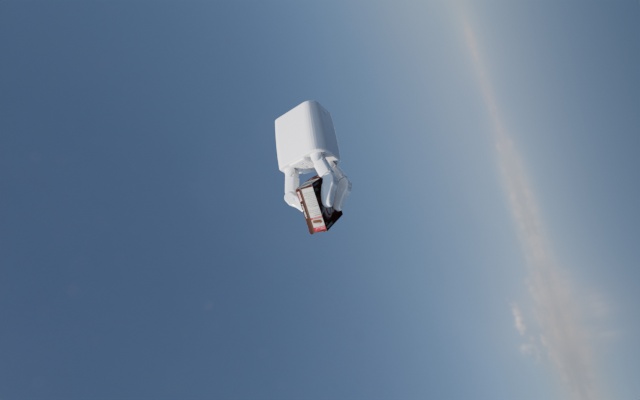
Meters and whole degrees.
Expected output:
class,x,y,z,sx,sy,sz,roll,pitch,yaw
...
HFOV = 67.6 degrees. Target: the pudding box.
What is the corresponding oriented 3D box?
class,x,y,z,sx,sy,sz,roll,pitch,yaw
pudding box,0.000,0.003,0.880,0.039,0.090,0.113,-15,10,23
